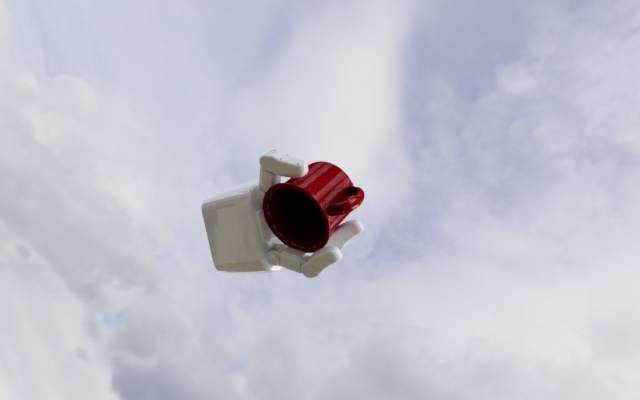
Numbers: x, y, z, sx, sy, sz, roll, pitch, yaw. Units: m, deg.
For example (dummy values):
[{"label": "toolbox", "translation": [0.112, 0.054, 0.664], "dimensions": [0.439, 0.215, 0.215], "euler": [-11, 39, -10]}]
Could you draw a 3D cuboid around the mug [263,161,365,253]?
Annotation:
[{"label": "mug", "translation": [0.001, 0.002, 0.572], "dimensions": [0.117, 0.093, 0.081], "euler": [-9, 22, 39]}]
